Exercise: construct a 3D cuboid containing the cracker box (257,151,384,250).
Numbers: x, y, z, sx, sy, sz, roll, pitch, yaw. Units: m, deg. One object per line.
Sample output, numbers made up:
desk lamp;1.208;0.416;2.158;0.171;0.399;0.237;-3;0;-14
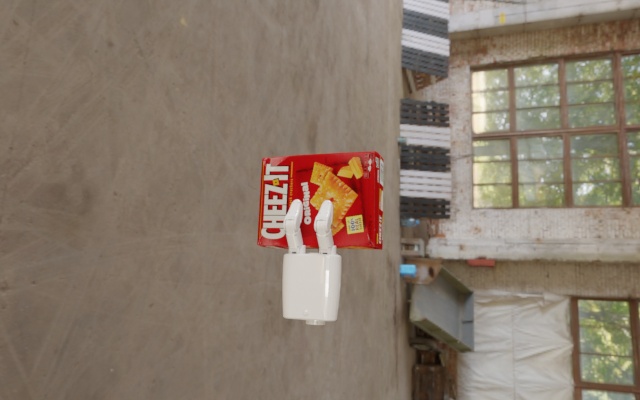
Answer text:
cracker box;0.000;0.003;0.838;0.213;0.164;0.072;-1;-10;19
